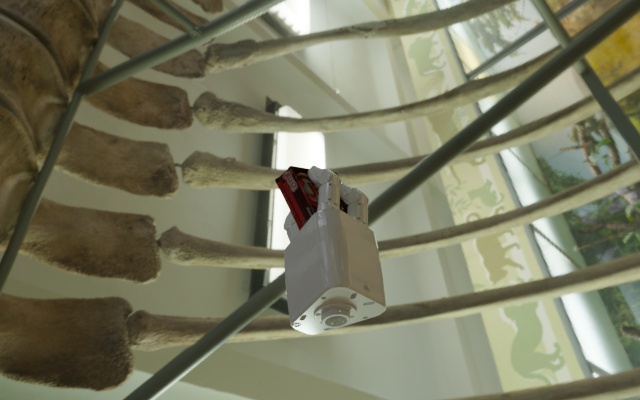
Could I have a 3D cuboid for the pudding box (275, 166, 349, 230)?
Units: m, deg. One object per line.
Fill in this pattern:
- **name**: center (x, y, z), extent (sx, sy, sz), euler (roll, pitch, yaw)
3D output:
- **pudding box**: center (0.000, 0.002, 0.652), extent (0.039, 0.090, 0.113), euler (-37, -21, 26)
